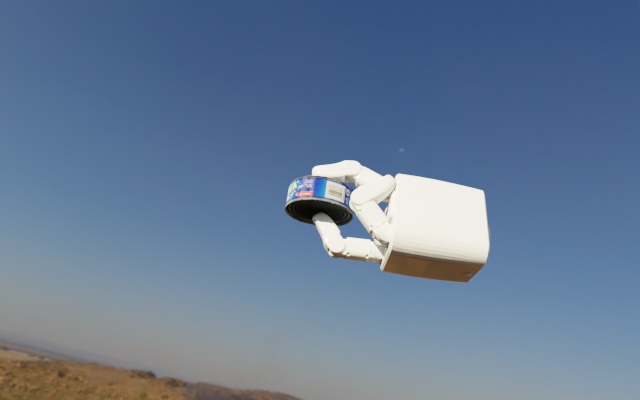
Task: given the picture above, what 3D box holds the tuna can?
[{"bbox_3d":[0.000,0.001,0.601,0.086,0.033,0.086,7,-23,3],"label":"tuna can"}]
